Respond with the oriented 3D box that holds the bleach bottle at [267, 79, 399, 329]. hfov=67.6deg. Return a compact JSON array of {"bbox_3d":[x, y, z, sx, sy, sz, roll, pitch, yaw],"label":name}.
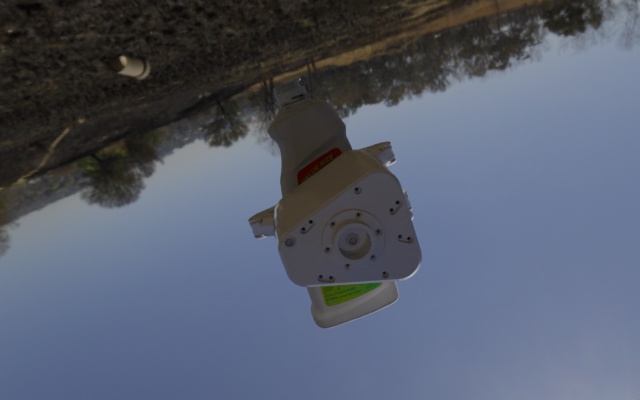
[{"bbox_3d":[0.000,0.002,0.501,0.102,0.251,0.068,-20,13,-1],"label":"bleach bottle"}]
